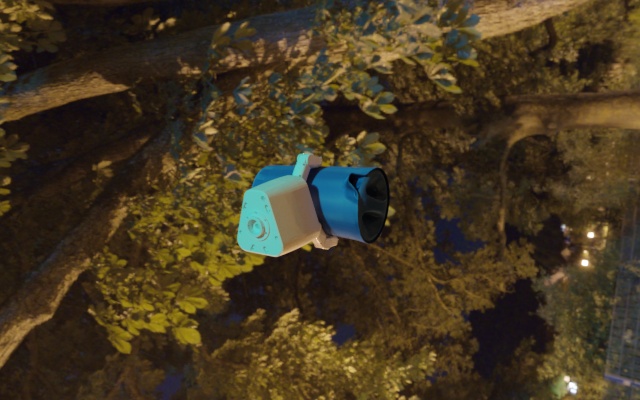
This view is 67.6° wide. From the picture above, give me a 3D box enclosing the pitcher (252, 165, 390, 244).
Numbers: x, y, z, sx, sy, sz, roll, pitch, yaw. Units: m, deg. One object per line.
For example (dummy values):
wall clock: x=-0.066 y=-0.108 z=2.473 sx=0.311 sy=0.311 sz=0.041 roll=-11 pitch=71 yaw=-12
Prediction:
pitcher: x=0.000 y=0.003 z=0.889 sx=0.243 sy=0.149 sz=0.145 roll=7 pitch=17 yaw=31
